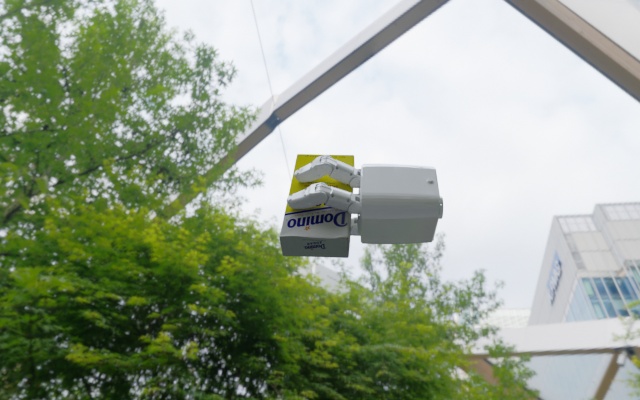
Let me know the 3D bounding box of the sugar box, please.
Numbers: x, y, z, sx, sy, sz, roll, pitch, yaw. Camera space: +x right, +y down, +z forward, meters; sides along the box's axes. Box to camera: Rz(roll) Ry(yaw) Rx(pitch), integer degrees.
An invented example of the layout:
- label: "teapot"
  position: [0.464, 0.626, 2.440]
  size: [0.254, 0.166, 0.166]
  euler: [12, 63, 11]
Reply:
- label: "sugar box"
  position: [0.000, 0.002, 0.689]
  size: [0.093, 0.048, 0.176]
  euler: [1, 41, 6]
